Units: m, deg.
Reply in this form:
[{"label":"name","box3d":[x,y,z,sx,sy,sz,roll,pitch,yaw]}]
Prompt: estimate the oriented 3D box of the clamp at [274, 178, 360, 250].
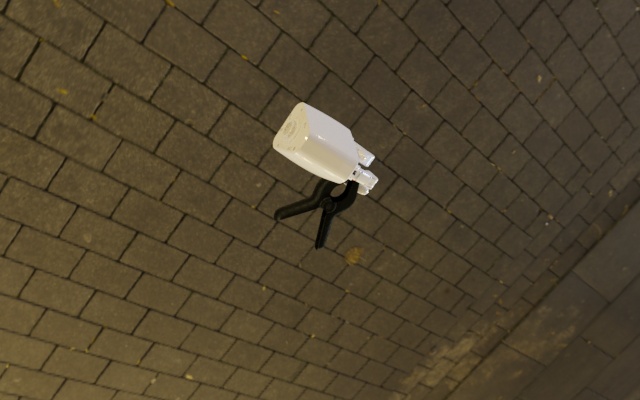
[{"label":"clamp","box3d":[0.000,0.003,0.861,0.120,0.171,0.039,28,15,-31]}]
